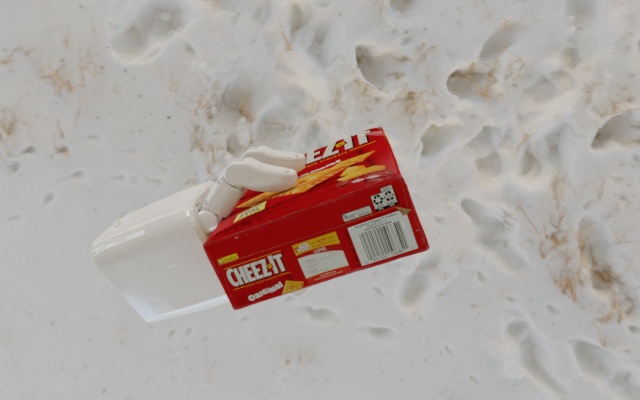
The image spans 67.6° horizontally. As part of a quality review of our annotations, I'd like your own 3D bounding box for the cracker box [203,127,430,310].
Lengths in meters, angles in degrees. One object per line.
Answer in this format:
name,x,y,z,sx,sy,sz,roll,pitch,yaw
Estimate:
cracker box,0.000,0.002,0.457,0.164,0.072,0.213,-19,17,9
